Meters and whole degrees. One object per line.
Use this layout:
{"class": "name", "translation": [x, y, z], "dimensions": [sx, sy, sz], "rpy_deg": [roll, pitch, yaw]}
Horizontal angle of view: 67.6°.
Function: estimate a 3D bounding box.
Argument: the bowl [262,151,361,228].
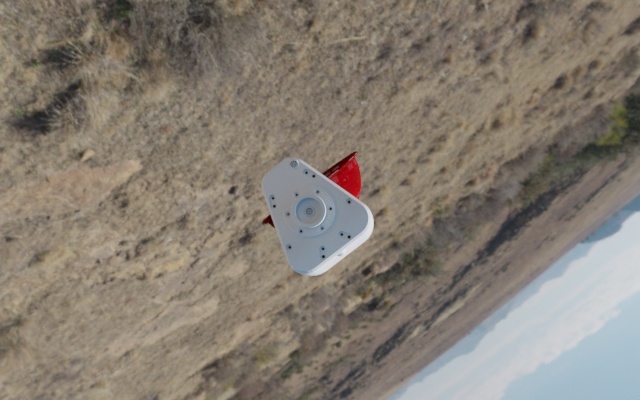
{"class": "bowl", "translation": [0.001, 0.002, 0.652], "dimensions": [0.162, 0.055, 0.162], "rpy_deg": [-37, 6, 4]}
